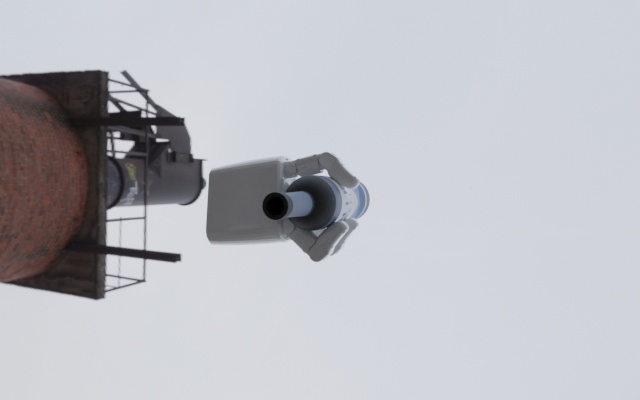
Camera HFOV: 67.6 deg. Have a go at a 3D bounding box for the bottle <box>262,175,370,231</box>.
[{"bbox_3d":[0.000,0.002,0.602,0.069,0.069,0.295,0,1,18],"label":"bottle"}]
